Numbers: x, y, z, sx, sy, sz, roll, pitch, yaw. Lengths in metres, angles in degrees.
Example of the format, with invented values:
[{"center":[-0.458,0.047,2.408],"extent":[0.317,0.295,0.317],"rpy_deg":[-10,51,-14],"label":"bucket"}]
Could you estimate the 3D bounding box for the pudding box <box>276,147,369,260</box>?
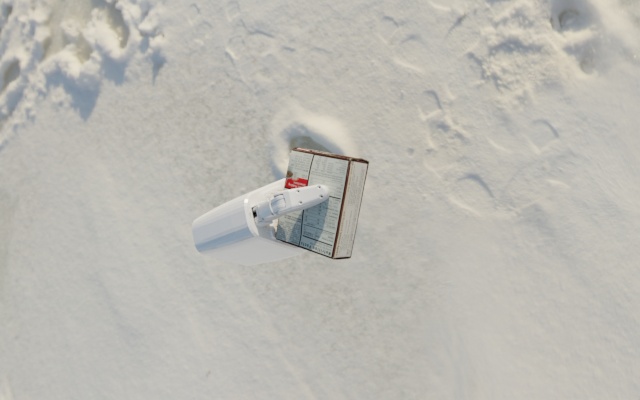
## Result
[{"center":[0.000,0.002,0.538],"extent":[0.090,0.113,0.039],"rpy_deg":[15,9,37],"label":"pudding box"}]
